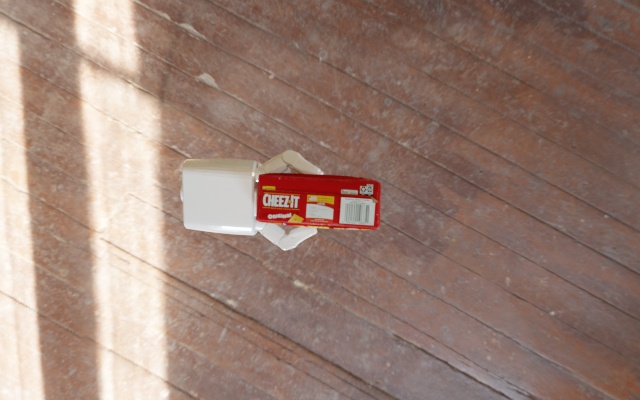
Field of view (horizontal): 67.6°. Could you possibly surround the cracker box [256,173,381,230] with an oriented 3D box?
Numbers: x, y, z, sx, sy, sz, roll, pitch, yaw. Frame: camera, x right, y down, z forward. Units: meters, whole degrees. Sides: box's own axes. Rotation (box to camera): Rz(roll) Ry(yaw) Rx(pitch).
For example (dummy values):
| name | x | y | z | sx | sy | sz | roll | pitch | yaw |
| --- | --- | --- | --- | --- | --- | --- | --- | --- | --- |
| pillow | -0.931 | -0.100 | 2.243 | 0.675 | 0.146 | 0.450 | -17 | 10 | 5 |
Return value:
| name | x | y | z | sx | sy | sz | roll | pitch | yaw |
| --- | --- | --- | --- | --- | --- | --- | --- | --- | --- |
| cracker box | 0.000 | 0.003 | 0.723 | 0.164 | 0.072 | 0.213 | 3 | -1 | 2 |
